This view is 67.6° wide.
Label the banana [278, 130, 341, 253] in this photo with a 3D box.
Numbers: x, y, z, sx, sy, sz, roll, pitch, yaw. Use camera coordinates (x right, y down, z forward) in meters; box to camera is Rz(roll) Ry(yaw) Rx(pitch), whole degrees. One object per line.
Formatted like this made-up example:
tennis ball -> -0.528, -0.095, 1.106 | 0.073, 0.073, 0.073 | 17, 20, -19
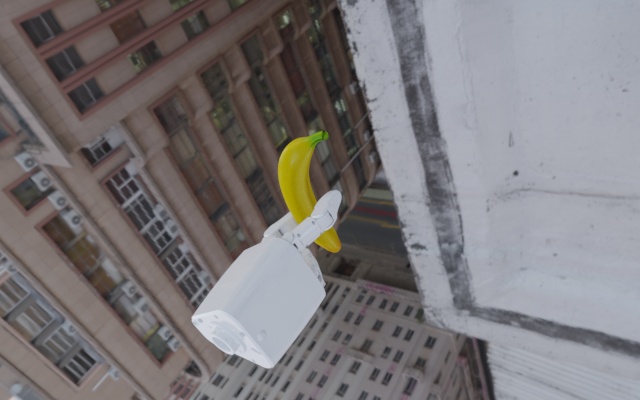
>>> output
banana -> -0.016, -0.006, 0.605 | 0.069, 0.198, 0.037 | 18, 50, 26
